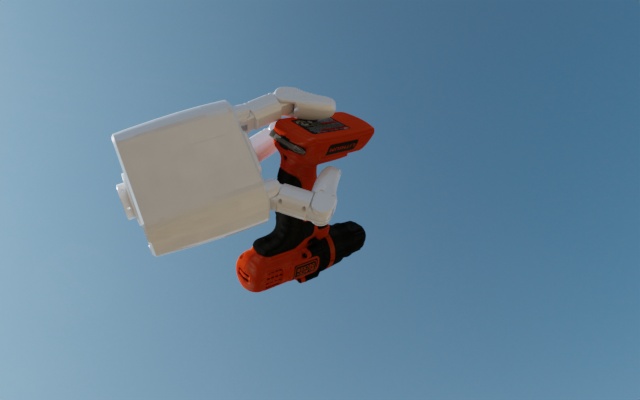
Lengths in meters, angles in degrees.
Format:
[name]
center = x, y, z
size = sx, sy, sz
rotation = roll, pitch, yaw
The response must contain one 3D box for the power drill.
[power drill]
center = 0.000, 0.001, 0.520
size = 0.057, 0.188, 0.184
rotation = 32, 33, 35
